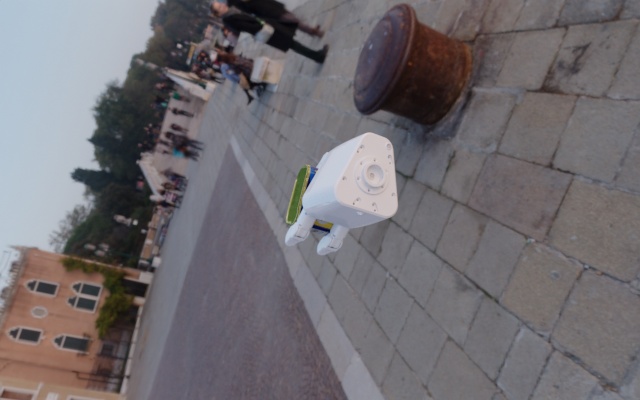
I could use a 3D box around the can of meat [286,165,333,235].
[{"bbox_3d":[0.000,0.002,0.747,0.084,0.102,0.057,17,-11,-20],"label":"can of meat"}]
